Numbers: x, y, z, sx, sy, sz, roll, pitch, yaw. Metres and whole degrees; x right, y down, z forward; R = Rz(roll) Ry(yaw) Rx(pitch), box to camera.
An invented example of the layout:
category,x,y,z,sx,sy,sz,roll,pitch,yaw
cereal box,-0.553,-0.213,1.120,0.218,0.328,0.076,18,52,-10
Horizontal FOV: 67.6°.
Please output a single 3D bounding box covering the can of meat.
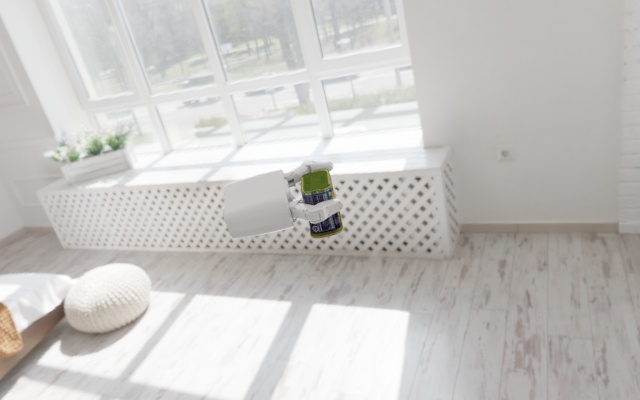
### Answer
category,x,y,z,sx,sy,sz,roll,pitch,yaw
can of meat,0.000,0.002,0.811,0.057,0.084,0.102,-13,23,3
